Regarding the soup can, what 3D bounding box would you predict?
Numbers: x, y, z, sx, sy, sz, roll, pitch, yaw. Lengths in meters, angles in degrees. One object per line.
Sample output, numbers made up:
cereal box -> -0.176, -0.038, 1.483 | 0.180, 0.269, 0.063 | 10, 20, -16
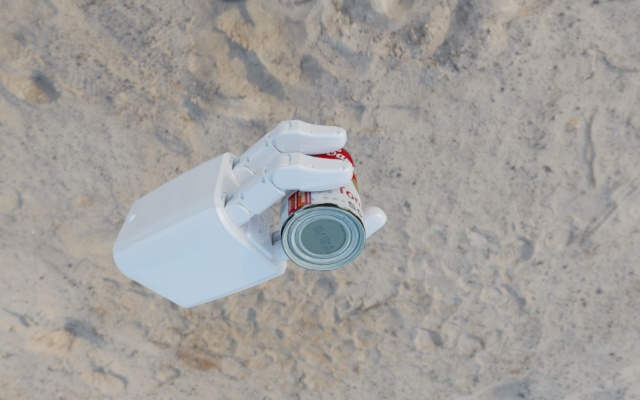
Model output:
soup can -> 0.001, 0.001, 0.405 | 0.068, 0.069, 0.102 | 0, 35, -3
